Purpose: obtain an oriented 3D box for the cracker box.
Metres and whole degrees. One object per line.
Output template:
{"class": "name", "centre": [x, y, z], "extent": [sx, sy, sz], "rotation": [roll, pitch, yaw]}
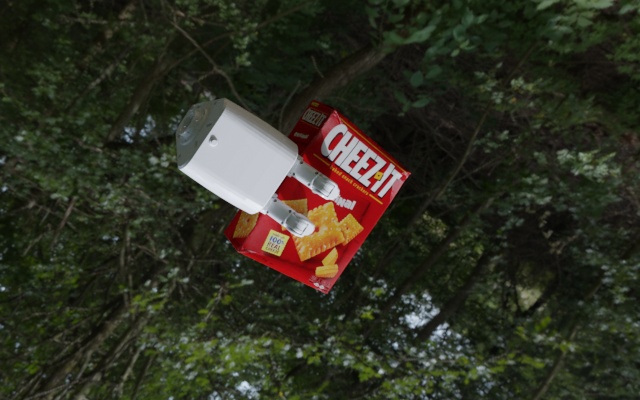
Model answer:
{"class": "cracker box", "centre": [0.000, 0.002, 0.646], "extent": [0.164, 0.214, 0.072], "rotation": [33, 3, -35]}
